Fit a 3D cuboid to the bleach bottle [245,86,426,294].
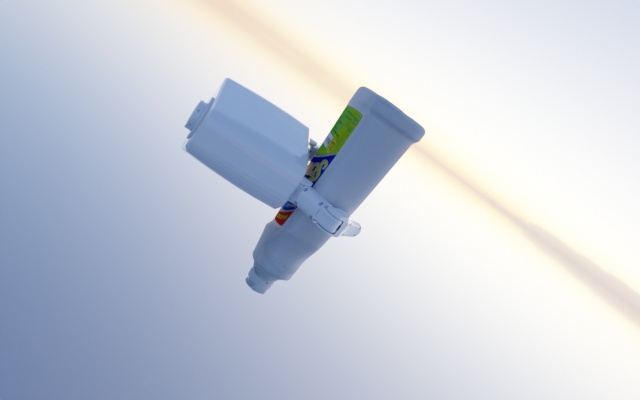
[{"bbox_3d":[0.000,0.002,0.512,0.068,0.251,0.102,32,13,-20],"label":"bleach bottle"}]
